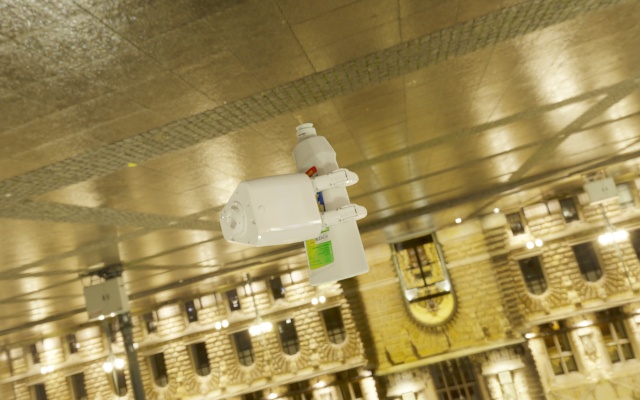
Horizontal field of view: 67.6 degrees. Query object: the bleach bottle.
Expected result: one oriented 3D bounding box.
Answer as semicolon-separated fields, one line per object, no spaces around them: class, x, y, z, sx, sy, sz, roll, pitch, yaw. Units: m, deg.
bleach bottle;0.000;0.002;0.760;0.068;0.251;0.102;-8;-11;-39
